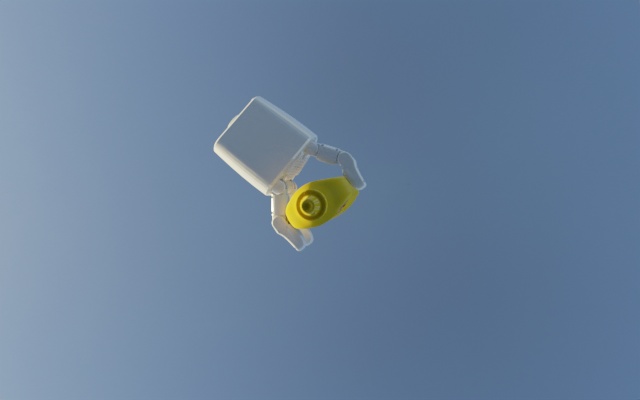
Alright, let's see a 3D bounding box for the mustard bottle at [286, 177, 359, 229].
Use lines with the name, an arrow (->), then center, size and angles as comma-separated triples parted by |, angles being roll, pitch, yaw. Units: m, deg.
mustard bottle -> 0.000, 0.002, 0.680 | 0.096, 0.058, 0.191 | -30, -3, 10
